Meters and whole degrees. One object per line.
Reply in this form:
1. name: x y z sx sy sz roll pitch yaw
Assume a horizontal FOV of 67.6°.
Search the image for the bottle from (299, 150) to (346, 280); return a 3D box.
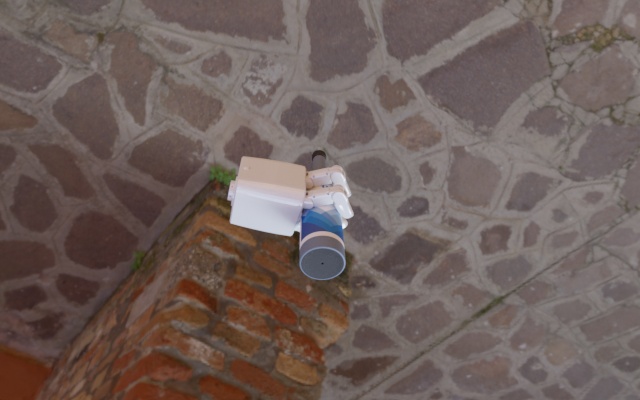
1. bottle: 0.000 0.003 0.800 0.069 0.069 0.295 0 37 -1
